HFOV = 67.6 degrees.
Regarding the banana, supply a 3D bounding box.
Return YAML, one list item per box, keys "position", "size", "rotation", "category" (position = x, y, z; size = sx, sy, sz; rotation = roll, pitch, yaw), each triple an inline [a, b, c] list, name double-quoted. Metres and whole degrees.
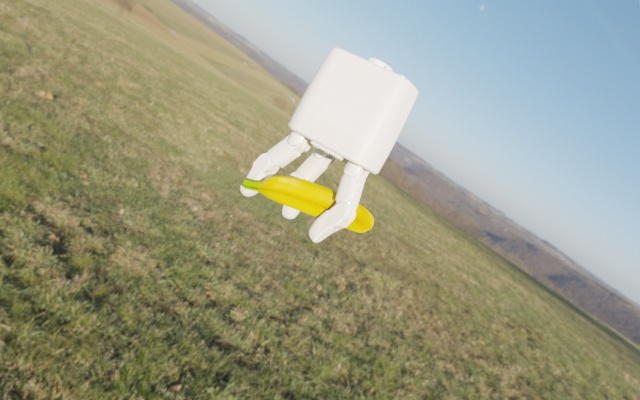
- position: [0.007, 0.005, 0.580]
  size: [0.198, 0.037, 0.069]
  rotation: [22, 0, -33]
  category: "banana"
